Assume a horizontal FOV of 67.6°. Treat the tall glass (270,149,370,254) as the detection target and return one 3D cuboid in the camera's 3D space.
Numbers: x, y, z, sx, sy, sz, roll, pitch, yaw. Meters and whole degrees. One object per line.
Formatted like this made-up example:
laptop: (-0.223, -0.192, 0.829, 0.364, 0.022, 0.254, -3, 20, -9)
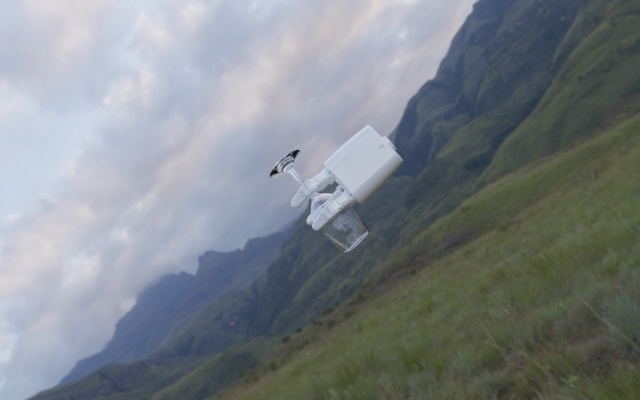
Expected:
tall glass: (0.000, 0.002, 0.868, 0.079, 0.201, 0.079, -41, -11, -9)
